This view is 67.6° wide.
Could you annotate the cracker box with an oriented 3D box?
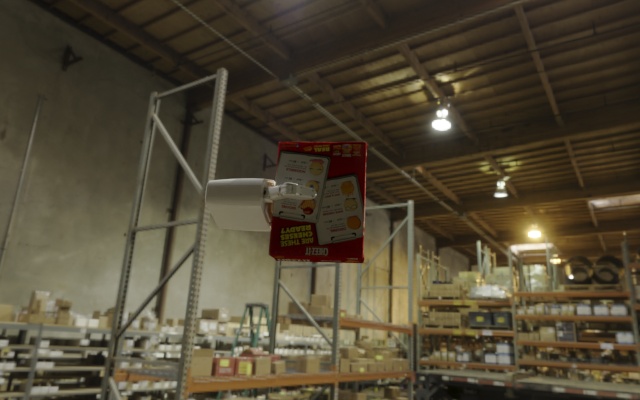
[{"bbox_3d":[0.000,0.003,0.865,0.164,0.213,0.072,1,-16,8],"label":"cracker box"}]
